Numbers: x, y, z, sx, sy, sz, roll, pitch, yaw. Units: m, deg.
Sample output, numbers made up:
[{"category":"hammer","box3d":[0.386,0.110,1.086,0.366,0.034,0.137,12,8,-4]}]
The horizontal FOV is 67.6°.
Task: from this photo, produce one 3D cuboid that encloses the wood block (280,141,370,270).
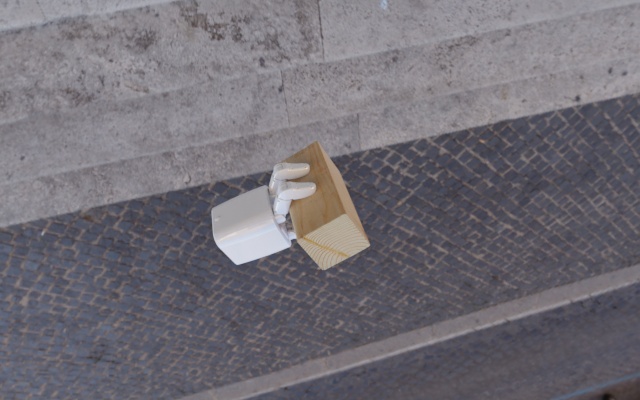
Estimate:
[{"category":"wood block","box3d":[0.000,0.003,0.817,0.090,0.206,0.091,-30,-50,9]}]
